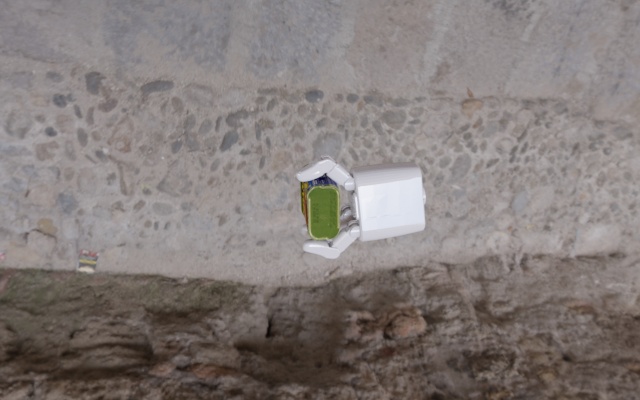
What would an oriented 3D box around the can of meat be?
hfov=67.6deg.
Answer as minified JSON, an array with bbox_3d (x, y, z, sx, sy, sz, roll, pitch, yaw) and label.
[{"bbox_3d":[0.000,0.003,0.768,0.057,0.102,0.084,-5,27,-7],"label":"can of meat"}]
